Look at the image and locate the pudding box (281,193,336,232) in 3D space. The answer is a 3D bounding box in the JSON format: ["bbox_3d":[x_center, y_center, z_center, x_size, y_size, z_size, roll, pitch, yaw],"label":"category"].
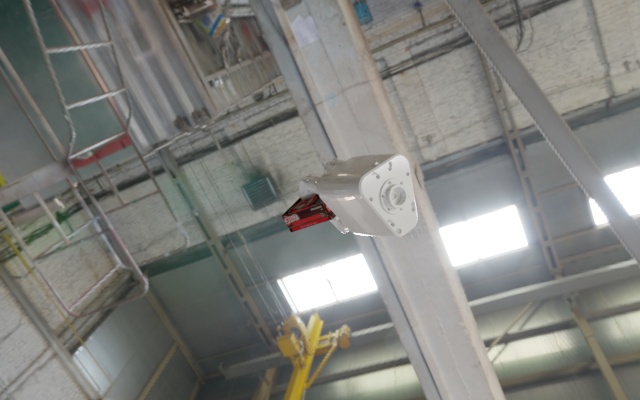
[{"bbox_3d":[0.000,0.003,0.796,0.090,0.039,0.113,-18,16,35],"label":"pudding box"}]
